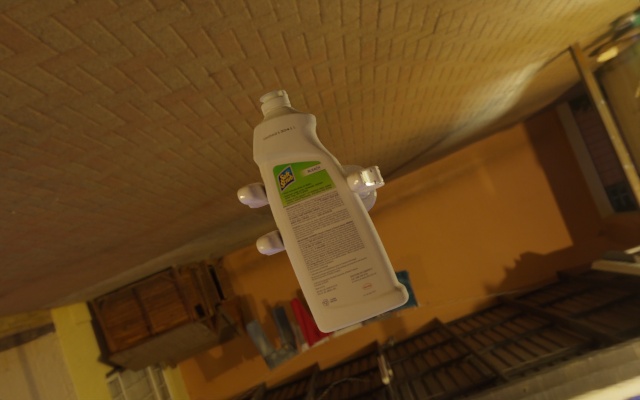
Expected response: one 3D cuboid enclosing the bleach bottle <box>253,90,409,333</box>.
[{"bbox_3d":[0.000,0.002,0.502,0.102,0.251,0.068,-20,-4,-2],"label":"bleach bottle"}]
